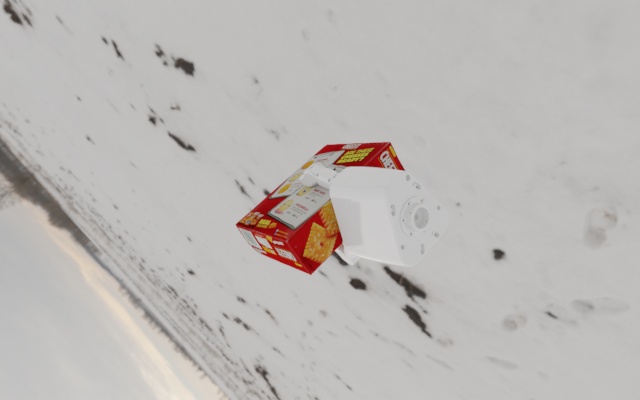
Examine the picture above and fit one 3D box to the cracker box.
[{"bbox_3d":[0.000,0.002,0.713,0.213,0.072,0.164,-43,26,-23],"label":"cracker box"}]
